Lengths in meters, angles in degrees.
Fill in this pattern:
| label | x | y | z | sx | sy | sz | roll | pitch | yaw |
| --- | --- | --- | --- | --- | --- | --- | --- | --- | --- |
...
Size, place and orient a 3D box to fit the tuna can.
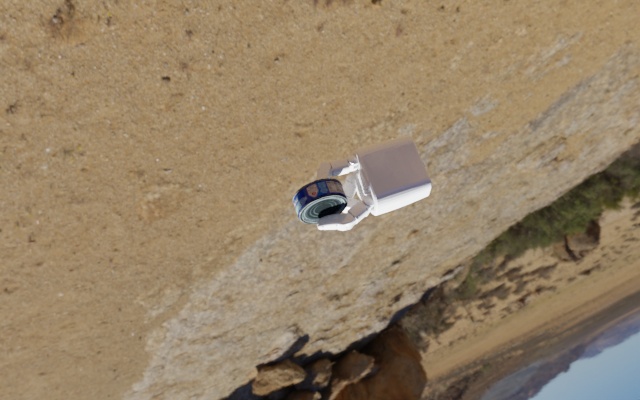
| label | x | y | z | sx | sy | sz | roll | pitch | yaw |
| --- | --- | --- | --- | --- | --- | --- | --- | --- | --- |
| tuna can | 0.000 | 0.003 | 0.774 | 0.086 | 0.033 | 0.086 | -16 | -29 | -9 |
